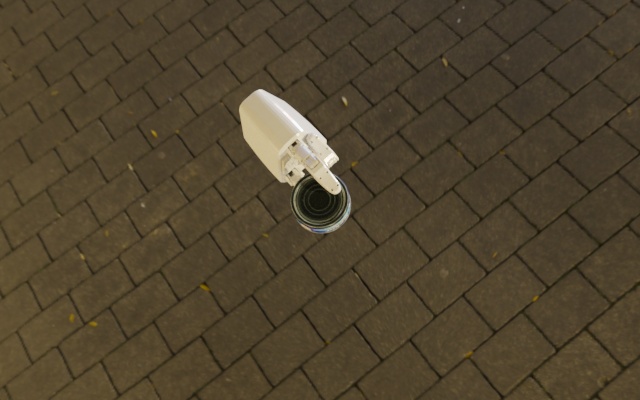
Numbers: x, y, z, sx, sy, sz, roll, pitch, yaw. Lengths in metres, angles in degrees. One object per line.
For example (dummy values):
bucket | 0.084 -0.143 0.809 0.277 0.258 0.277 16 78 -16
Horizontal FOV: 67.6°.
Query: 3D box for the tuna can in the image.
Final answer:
tuna can | 0.000 0.002 0.682 0.086 0.086 0.034 0 -15 7
